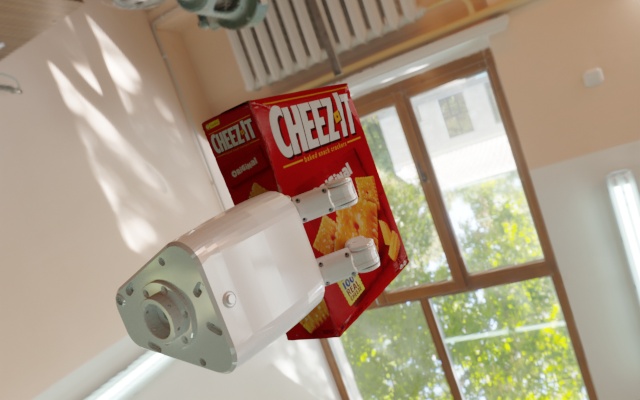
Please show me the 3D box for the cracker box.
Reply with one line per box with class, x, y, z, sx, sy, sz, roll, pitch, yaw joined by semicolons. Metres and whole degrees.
cracker box;0.000;0.002;0.472;0.072;0.214;0.164;-15;8;36
